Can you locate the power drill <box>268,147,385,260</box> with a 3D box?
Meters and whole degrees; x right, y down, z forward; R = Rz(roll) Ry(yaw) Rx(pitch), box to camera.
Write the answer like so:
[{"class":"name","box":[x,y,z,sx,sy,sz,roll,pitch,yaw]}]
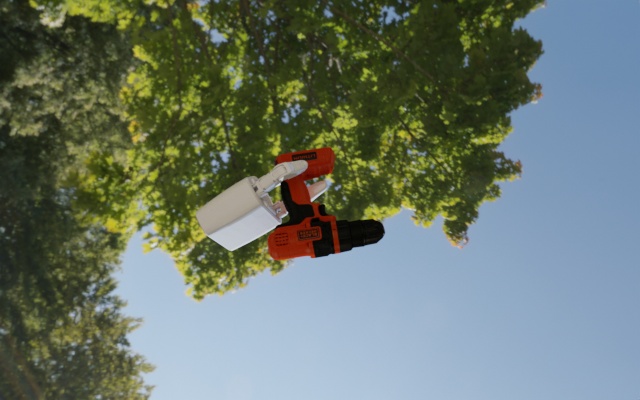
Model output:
[{"class":"power drill","box":[0.000,0.002,0.781,0.184,0.187,0.057,-8,-33,-2]}]
